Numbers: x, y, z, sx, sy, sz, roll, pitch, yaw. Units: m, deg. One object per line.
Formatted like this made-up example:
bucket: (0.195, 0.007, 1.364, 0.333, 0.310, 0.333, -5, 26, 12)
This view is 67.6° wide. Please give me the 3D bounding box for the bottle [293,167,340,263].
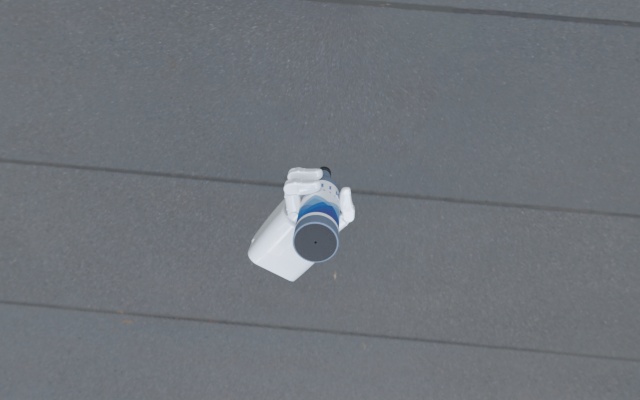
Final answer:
bottle: (0.000, 0.003, 0.818, 0.069, 0.069, 0.295, 0, 23, 3)
